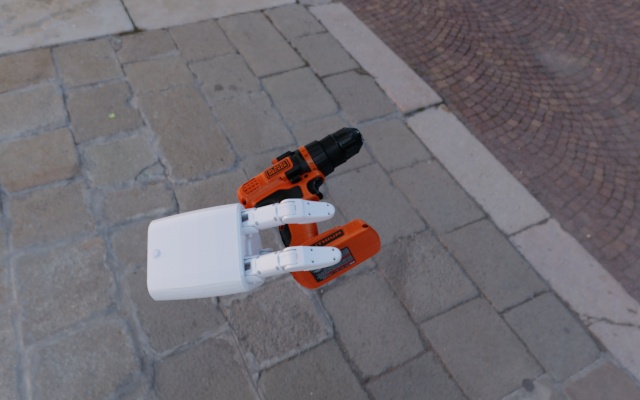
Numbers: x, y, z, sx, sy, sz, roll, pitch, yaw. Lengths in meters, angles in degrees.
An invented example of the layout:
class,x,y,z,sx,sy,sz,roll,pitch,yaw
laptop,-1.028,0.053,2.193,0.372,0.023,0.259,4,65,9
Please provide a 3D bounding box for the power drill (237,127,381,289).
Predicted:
class,x,y,z,sx,sy,sz,roll,pitch,yaw
power drill,0.000,0.002,0.589,0.184,0.187,0.057,-32,-44,1
